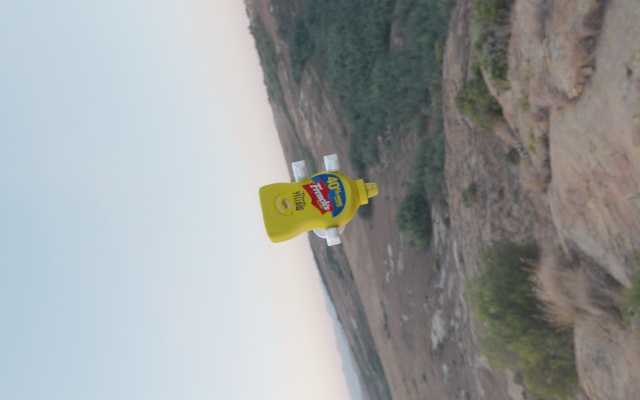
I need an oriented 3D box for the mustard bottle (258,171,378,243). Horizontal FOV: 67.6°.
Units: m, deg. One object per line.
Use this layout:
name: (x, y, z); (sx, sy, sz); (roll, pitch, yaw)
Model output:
mustard bottle: (0.000, 0.003, 0.783); (0.191, 0.096, 0.058); (-13, -25, -1)
